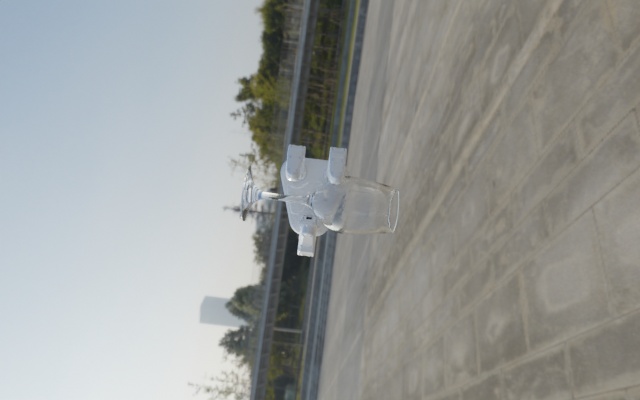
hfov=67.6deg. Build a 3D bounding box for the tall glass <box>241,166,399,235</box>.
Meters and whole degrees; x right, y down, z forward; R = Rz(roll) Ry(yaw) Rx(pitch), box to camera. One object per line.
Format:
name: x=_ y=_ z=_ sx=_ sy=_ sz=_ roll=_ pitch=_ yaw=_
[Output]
tall glass: x=-0.001 y=0.002 z=0.637 sx=0.201 sy=0.079 sz=0.079 roll=7 pitch=0 yaw=0
